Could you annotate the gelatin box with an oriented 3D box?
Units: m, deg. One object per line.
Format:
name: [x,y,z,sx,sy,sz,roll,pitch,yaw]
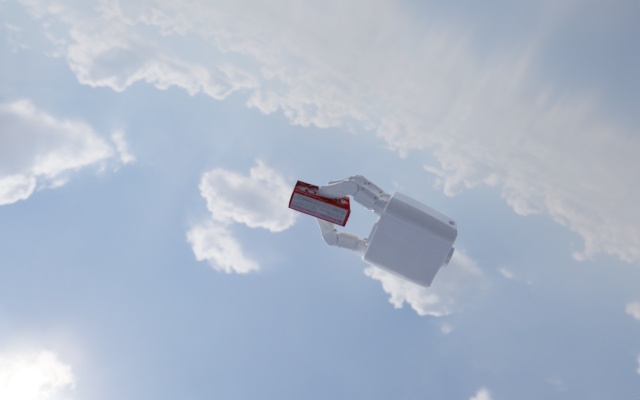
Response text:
gelatin box: [0.000,0.003,0.712,0.089,0.030,0.073,18,15,-2]
